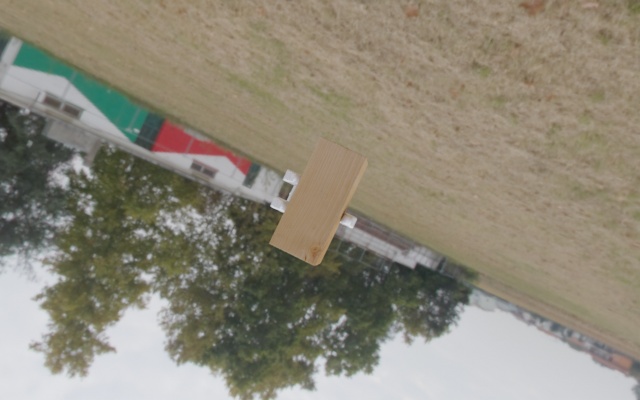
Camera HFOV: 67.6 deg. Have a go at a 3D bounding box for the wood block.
[{"bbox_3d":[0.000,0.003,0.858,0.091,0.206,0.090,25,-1,8],"label":"wood block"}]
